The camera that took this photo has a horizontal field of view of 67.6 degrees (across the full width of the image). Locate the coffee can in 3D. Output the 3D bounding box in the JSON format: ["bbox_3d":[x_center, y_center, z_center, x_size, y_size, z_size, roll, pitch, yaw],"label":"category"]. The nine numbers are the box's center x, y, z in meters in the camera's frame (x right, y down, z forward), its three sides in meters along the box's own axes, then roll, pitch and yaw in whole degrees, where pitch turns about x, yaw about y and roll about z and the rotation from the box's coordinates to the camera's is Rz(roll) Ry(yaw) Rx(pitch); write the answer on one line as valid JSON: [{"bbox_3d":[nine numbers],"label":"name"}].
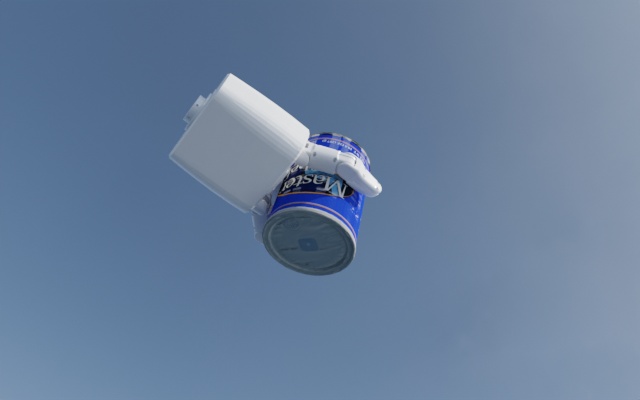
[{"bbox_3d":[0.000,0.002,0.561,0.103,0.103,0.140,0,42,15],"label":"coffee can"}]
